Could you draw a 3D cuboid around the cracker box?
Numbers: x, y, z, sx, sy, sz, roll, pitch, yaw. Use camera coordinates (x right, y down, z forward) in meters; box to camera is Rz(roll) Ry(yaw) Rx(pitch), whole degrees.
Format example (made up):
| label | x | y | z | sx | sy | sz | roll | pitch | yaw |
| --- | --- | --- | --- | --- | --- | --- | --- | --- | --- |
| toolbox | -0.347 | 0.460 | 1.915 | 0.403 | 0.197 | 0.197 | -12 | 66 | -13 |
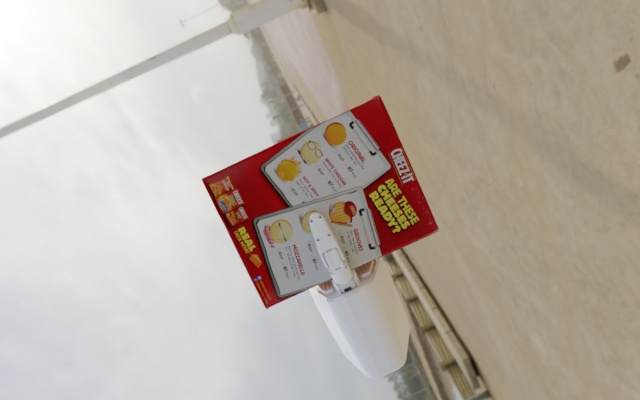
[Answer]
| label | x | y | z | sx | sy | sz | roll | pitch | yaw |
| --- | --- | --- | --- | --- | --- | --- | --- | --- | --- |
| cracker box | 0.000 | 0.002 | 0.548 | 0.214 | 0.164 | 0.072 | -25 | 8 | 1 |
